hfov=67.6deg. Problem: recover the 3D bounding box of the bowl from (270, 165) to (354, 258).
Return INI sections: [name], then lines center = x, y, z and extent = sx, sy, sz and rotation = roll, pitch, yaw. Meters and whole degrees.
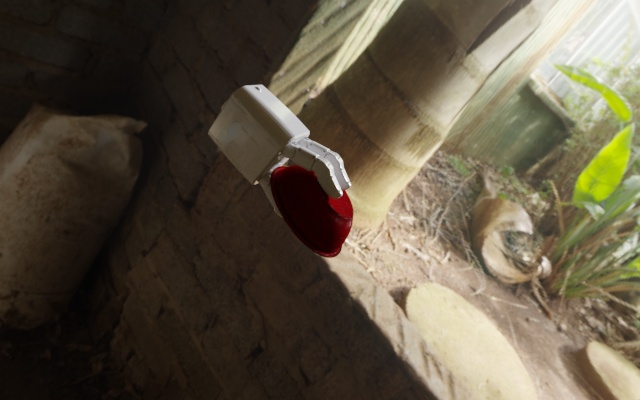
[bowl]
center = 0.001, 0.003, 0.709
extent = 0.055, 0.162, 0.162
rotation = -34, -15, 22
